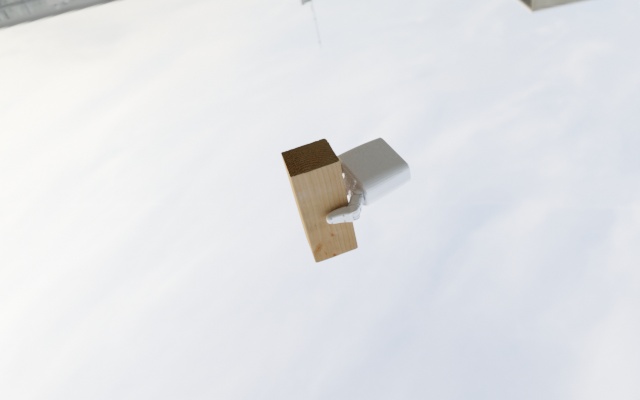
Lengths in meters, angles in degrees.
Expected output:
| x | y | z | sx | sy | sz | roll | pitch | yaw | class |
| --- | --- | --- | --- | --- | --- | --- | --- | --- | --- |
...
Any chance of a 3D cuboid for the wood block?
| x | y | z | sx | sy | sz | roll | pitch | yaw | class |
| --- | --- | --- | --- | --- | --- | --- | --- | --- | --- |
| 0.001 | 0.003 | 0.892 | 0.090 | 0.206 | 0.090 | -19 | 37 | -5 | wood block |
